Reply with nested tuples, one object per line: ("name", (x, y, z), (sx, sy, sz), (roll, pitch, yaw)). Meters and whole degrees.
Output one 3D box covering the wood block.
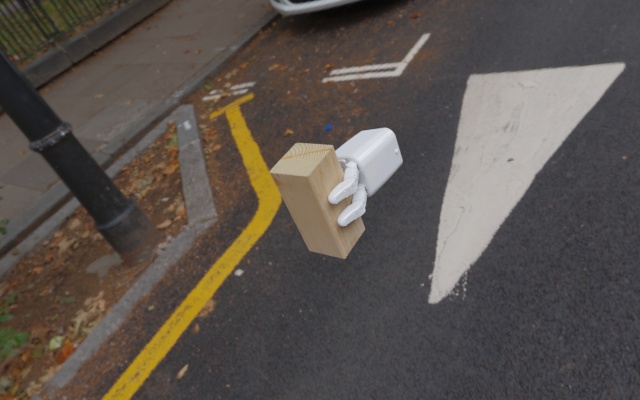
("wood block", (0.000, 0.003, 0.897), (0.091, 0.206, 0.090), (9, 47, 37))
